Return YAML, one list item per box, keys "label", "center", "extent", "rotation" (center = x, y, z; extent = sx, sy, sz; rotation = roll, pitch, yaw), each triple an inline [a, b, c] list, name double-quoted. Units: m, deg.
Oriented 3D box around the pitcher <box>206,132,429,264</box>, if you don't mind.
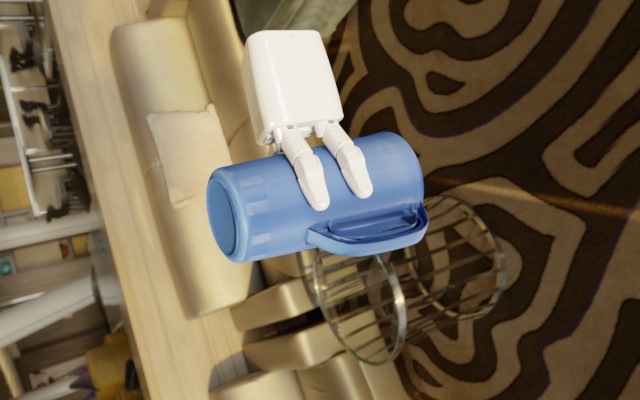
- label: "pitcher"
  center: [0.000, 0.002, 0.568]
  extent: [0.243, 0.145, 0.149]
  rotation: [-13, -1, -30]
